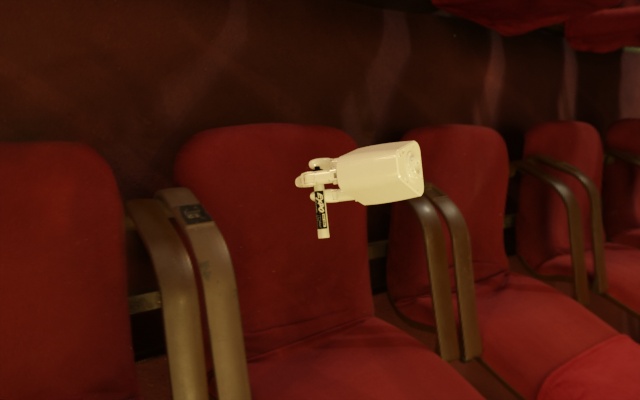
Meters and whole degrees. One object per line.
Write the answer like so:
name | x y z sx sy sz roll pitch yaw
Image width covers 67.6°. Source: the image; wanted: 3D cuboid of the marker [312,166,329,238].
marker | 0.000 0.003 0.802 0.020 0.121 0.020 -5 -3 0
